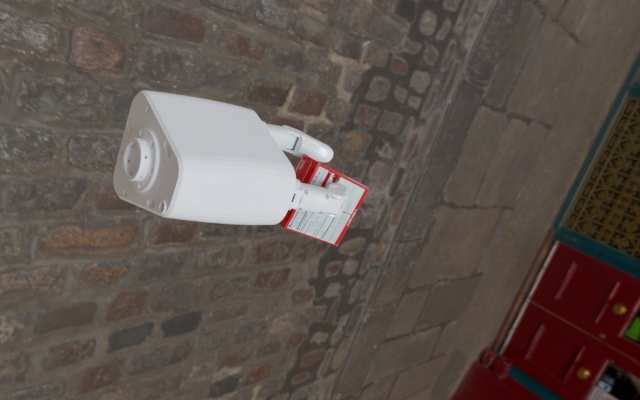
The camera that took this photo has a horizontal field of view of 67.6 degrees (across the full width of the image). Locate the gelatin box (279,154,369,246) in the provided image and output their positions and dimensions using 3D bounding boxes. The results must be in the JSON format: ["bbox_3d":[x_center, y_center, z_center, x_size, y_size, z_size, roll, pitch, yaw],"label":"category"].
[{"bbox_3d":[0.001,0.002,0.498,0.089,0.073,0.030,24,7,-46],"label":"gelatin box"}]
